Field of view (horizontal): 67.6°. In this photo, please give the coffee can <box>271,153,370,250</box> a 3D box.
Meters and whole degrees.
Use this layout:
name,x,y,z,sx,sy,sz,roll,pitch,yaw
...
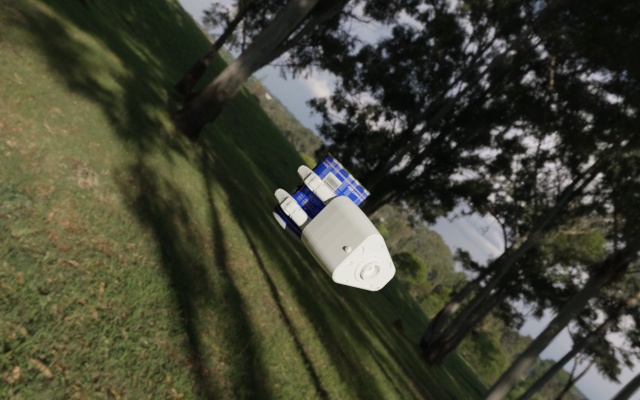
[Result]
name,x,y,z,sx,sy,sz,roll,pitch,yaw
coffee can,0.000,0.003,0.824,0.103,0.140,0.103,45,4,-4
